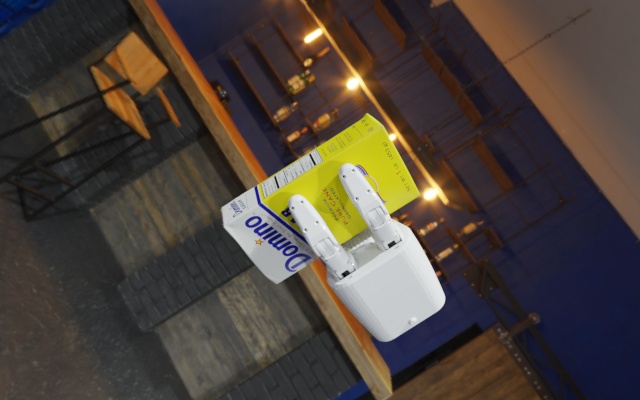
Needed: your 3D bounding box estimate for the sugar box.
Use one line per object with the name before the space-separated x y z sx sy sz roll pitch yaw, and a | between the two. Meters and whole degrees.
sugar box | 0.000 0.002 0.474 0.176 0.093 0.048 -34 31 2
